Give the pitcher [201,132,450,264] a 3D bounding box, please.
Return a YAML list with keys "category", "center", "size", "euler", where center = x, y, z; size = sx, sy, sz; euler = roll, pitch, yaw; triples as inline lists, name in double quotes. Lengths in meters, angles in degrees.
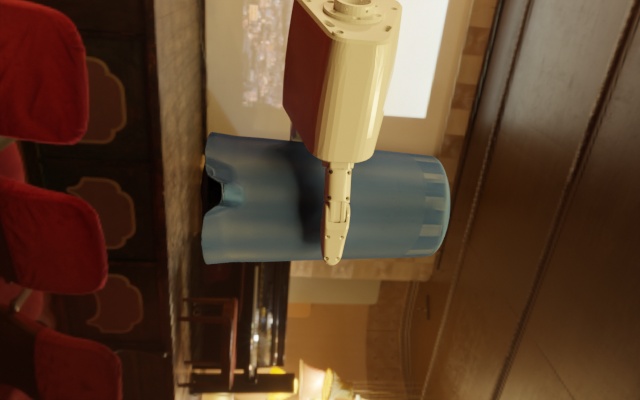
- category: "pitcher"
  center: [0.000, 0.002, 0.506]
  size: [0.243, 0.145, 0.149]
  euler: [2, 40, -6]
